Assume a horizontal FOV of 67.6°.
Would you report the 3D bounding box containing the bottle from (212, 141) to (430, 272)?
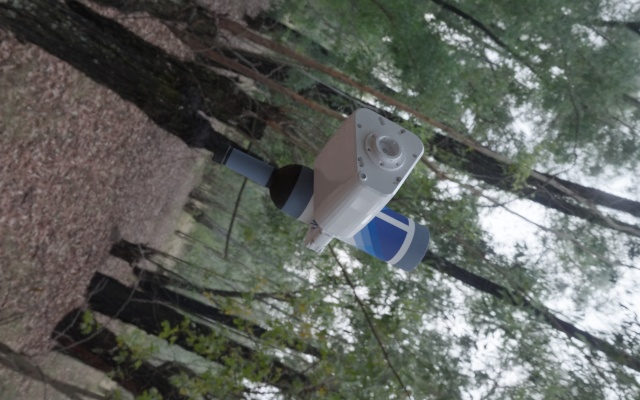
[{"bbox_3d":[0.000,0.002,0.622,0.296,0.069,0.069,26,-5,-10],"label":"bottle"}]
